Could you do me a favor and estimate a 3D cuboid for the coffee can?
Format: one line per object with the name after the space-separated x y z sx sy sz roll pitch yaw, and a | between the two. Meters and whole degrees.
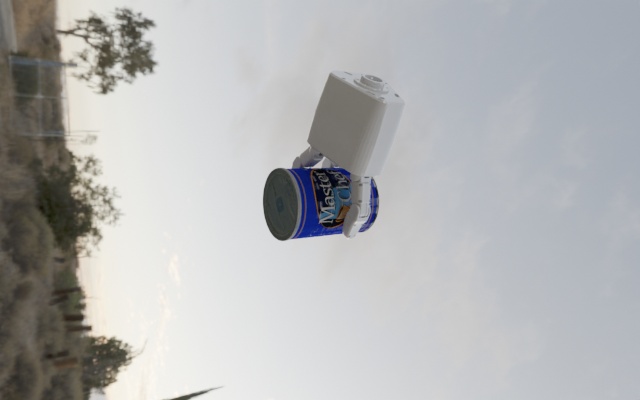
0.000 0.003 0.703 0.140 0.103 0.103 -3 2 -33 | coffee can
